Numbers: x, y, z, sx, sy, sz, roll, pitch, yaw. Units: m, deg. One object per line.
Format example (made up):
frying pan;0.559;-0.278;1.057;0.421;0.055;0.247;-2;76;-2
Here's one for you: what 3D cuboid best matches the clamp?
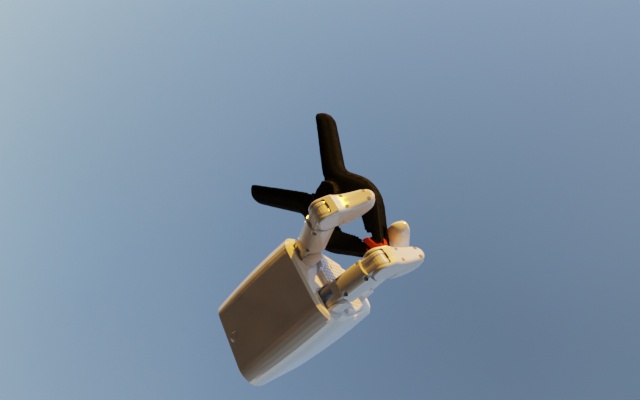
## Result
clamp;0.001;0.002;0.477;0.120;0.171;0.039;-43;-36;16
